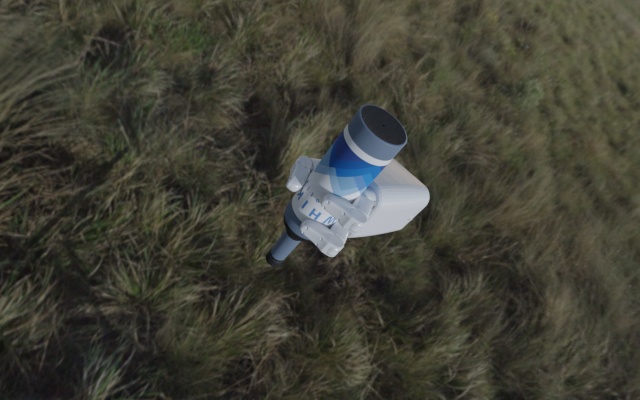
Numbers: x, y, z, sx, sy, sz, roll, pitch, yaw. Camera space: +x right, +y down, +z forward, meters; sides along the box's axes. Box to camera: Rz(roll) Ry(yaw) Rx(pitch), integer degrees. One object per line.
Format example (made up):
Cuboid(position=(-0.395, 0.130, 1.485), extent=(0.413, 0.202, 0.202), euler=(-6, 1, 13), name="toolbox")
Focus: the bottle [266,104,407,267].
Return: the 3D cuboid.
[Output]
Cuboid(position=(0.000, 0.002, 0.635), extent=(0.069, 0.069, 0.296), euler=(0, -37, -38), name="bottle")
